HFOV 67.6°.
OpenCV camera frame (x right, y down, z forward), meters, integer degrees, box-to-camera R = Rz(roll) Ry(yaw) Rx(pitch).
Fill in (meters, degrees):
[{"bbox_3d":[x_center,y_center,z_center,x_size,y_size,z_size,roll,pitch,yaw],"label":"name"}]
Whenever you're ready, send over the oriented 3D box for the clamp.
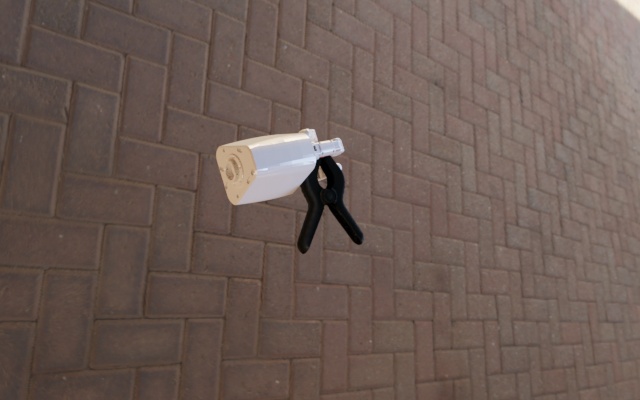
[{"bbox_3d":[0.001,0.002,0.760,0.120,0.171,0.039,-15,-3,-38],"label":"clamp"}]
